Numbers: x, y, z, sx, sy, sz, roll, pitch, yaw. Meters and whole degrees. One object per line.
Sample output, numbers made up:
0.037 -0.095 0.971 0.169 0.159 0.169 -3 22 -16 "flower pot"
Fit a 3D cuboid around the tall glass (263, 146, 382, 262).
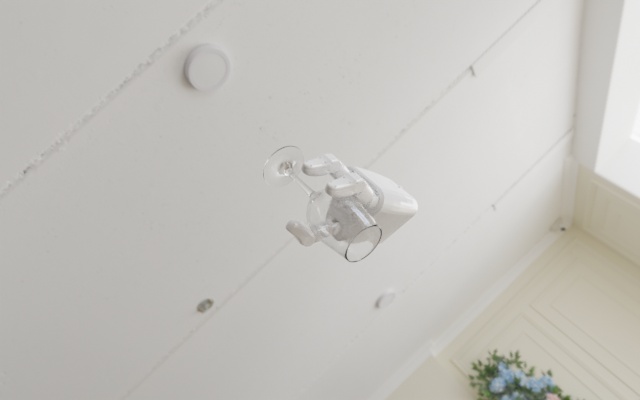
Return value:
0.000 0.002 0.685 0.079 0.079 0.201 0 34 -44 "tall glass"
